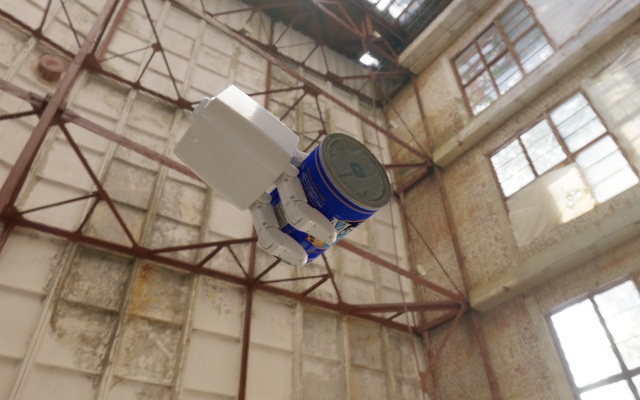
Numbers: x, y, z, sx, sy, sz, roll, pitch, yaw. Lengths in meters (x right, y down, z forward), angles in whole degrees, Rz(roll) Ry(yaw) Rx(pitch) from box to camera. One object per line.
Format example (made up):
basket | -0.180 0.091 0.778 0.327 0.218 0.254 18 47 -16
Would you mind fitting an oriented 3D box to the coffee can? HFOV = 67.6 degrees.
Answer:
coffee can | 0.000 0.002 0.573 0.103 0.102 0.140 0 -32 -46
